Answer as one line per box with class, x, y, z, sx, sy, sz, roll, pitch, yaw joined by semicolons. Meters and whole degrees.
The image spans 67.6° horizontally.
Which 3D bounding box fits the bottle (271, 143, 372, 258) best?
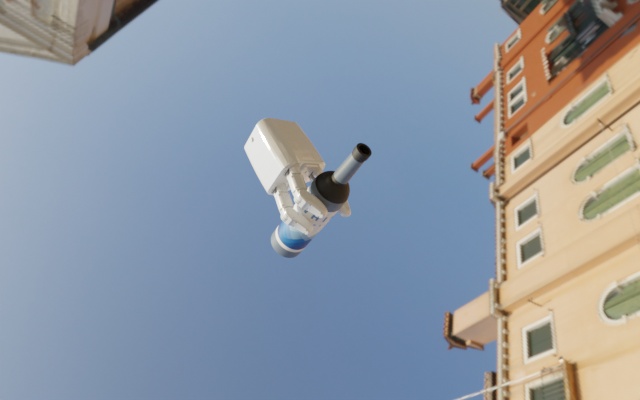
bottle;0.000;0.003;0.840;0.069;0.069;0.296;0;-34;-34
